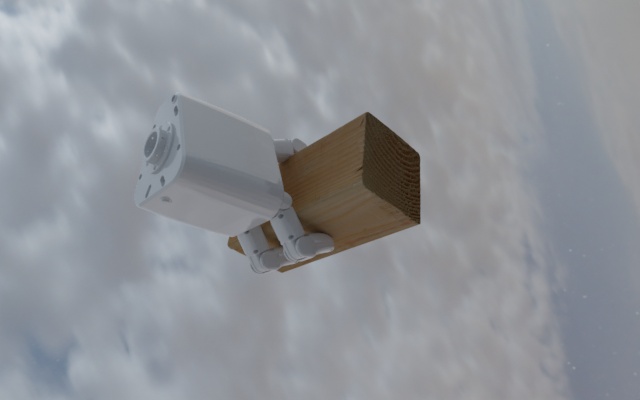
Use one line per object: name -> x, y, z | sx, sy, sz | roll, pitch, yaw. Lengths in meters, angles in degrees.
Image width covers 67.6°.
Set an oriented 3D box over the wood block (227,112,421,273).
wood block -> 0.000, 0.001, 0.526 | 0.090, 0.090, 0.206 | 32, -39, -34
